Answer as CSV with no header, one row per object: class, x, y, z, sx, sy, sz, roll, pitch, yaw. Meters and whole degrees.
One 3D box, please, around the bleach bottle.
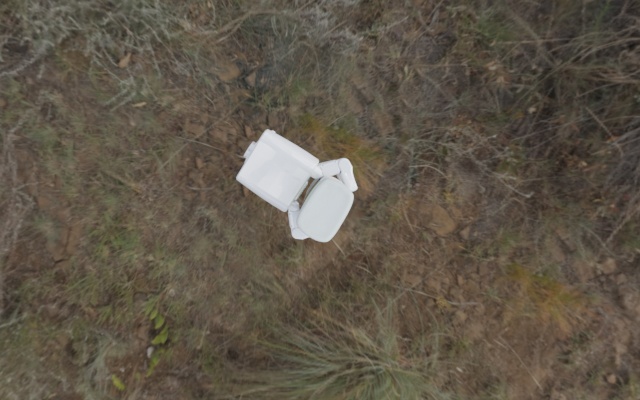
bleach bottle,0.000,0.003,0.869,0.068,0.102,0.251,32,2,-6
